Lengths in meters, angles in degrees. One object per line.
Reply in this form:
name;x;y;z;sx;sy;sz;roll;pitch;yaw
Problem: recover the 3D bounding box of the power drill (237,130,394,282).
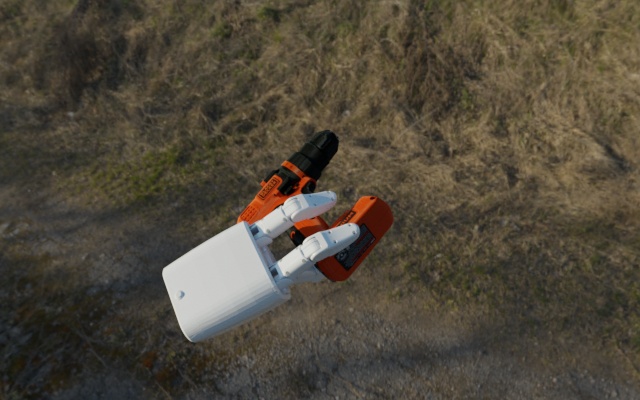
power drill;0.000;0.002;0.596;0.187;0.184;0.057;31;-11;48
